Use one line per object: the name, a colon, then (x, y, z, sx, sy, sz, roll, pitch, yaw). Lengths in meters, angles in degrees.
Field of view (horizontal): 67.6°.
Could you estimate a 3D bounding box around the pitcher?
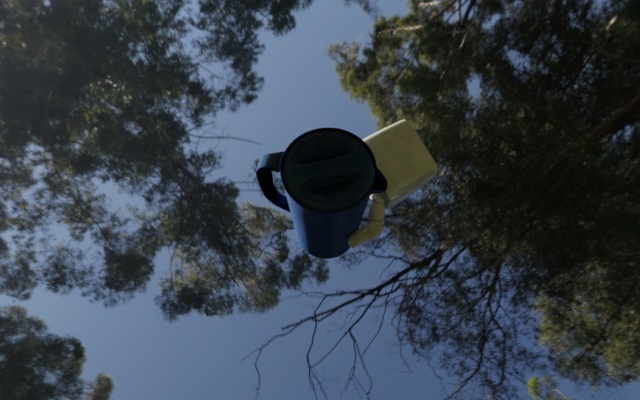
pitcher: (0.000, 0.002, 0.752, 0.145, 0.149, 0.243, -31, -21, -14)
